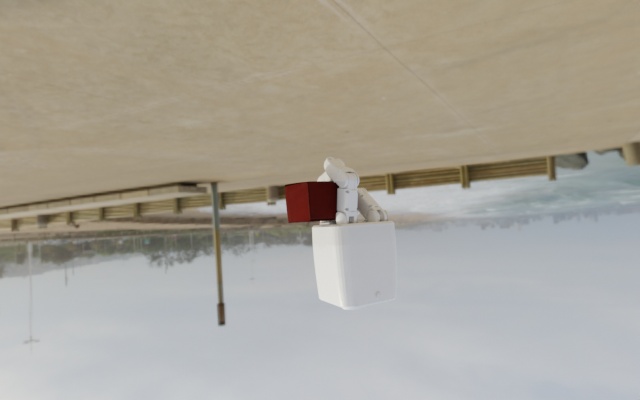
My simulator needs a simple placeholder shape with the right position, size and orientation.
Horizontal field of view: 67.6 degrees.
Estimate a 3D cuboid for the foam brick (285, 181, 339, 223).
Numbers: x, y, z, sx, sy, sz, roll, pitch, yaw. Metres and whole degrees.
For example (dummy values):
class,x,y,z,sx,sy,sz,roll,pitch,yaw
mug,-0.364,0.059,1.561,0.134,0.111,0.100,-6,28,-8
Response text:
class,x,y,z,sx,sy,sz,roll,pitch,yaw
foam brick,0.000,0.002,0.630,0.078,0.051,0.053,-2,-2,-37
